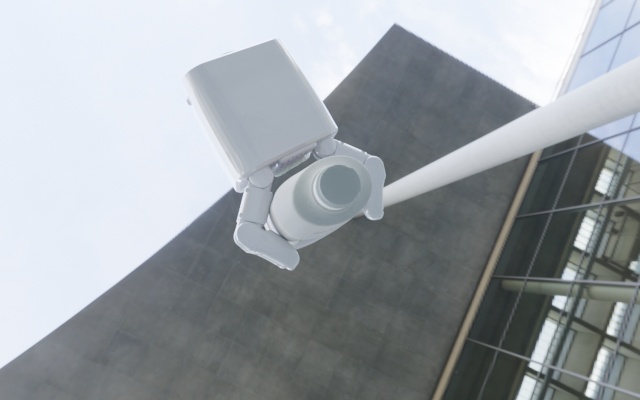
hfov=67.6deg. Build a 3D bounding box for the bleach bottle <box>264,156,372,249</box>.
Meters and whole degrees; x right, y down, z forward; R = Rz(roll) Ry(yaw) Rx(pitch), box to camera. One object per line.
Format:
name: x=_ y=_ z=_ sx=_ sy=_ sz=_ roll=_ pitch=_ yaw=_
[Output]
bleach bottle: x=0.000 y=0.002 z=0.445 sx=0.102 sy=0.068 sz=0.251 roll=-29 pitch=-2 yaw=-12
